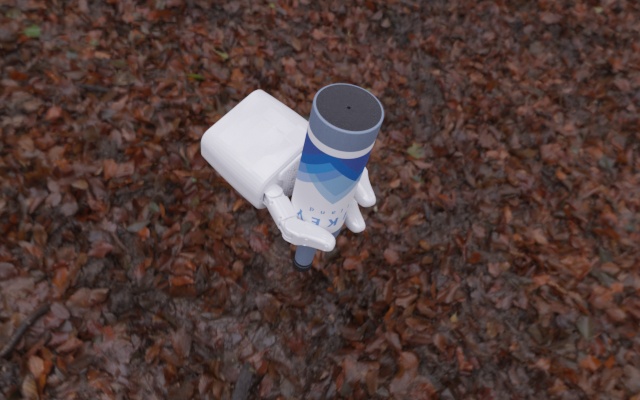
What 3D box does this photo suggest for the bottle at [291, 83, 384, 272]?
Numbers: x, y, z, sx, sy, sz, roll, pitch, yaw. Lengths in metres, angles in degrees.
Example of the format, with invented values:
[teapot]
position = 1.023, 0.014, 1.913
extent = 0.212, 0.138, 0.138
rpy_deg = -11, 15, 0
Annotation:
[bottle]
position = 0.000, 0.002, 0.551
extent = 0.069, 0.069, 0.296
rpy_deg = 0, -36, -13
